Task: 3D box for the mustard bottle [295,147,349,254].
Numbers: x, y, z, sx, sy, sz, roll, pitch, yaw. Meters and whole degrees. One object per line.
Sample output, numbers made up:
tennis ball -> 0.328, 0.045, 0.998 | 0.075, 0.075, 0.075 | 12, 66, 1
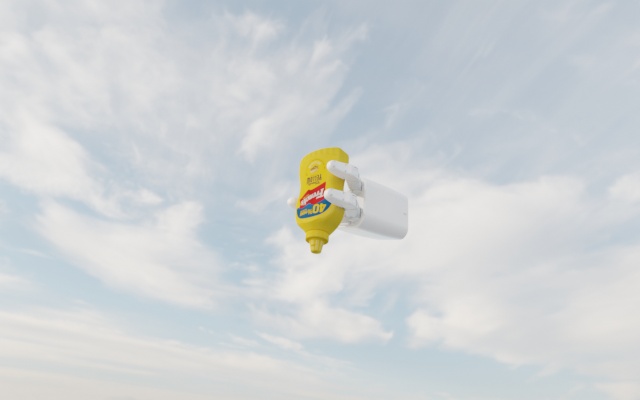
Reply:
mustard bottle -> 0.000, 0.002, 0.846 | 0.096, 0.191, 0.058 | -14, -32, 33
